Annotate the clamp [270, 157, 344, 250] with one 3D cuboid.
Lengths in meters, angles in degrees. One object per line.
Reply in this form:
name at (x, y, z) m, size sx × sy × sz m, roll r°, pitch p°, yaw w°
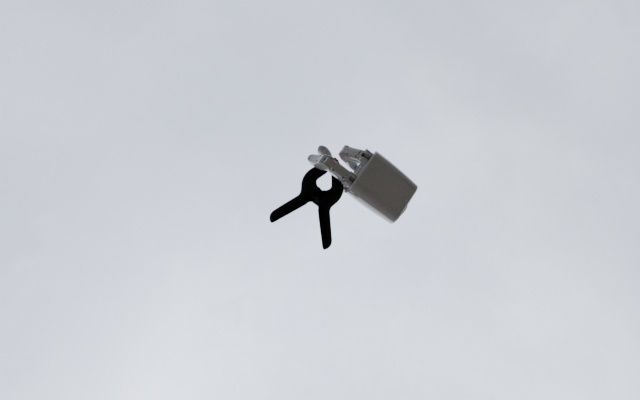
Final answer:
clamp at (0.000, 0.003, 0.878) m, size 0.120 × 0.171 × 0.039 m, roll 37°, pitch -18°, yaw -4°
